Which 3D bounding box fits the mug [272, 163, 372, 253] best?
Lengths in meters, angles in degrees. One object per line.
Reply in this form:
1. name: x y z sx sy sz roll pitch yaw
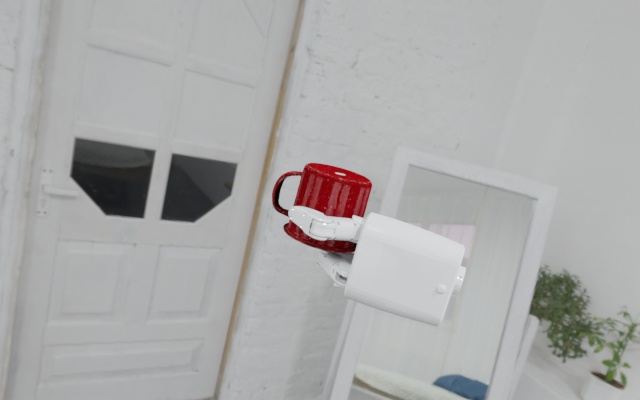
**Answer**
1. mug: -0.001 0.001 0.557 0.117 0.081 0.093 18 13 12
